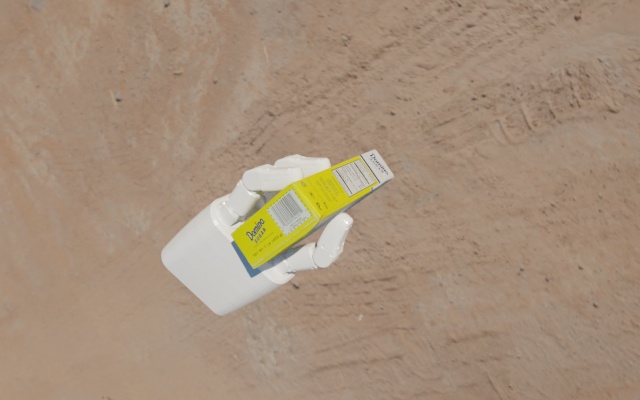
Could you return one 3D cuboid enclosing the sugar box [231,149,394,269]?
[{"bbox_3d":[0.000,0.001,0.483,0.093,0.048,0.176,-37,-3,32],"label":"sugar box"}]
